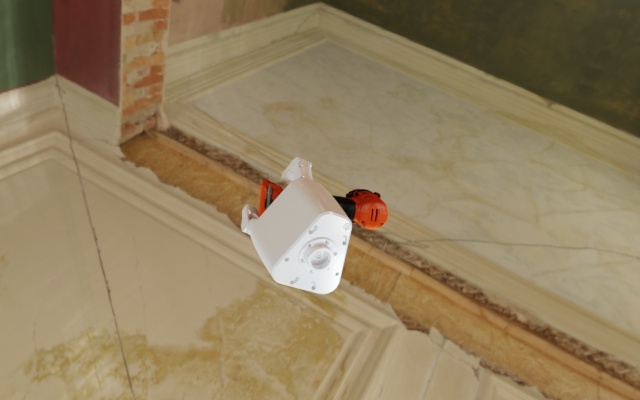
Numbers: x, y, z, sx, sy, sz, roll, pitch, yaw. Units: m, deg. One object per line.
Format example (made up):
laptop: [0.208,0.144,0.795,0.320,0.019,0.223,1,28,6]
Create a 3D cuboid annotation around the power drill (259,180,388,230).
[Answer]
power drill: [0.000,0.002,0.738,0.187,0.057,0.184,3,5,-5]
